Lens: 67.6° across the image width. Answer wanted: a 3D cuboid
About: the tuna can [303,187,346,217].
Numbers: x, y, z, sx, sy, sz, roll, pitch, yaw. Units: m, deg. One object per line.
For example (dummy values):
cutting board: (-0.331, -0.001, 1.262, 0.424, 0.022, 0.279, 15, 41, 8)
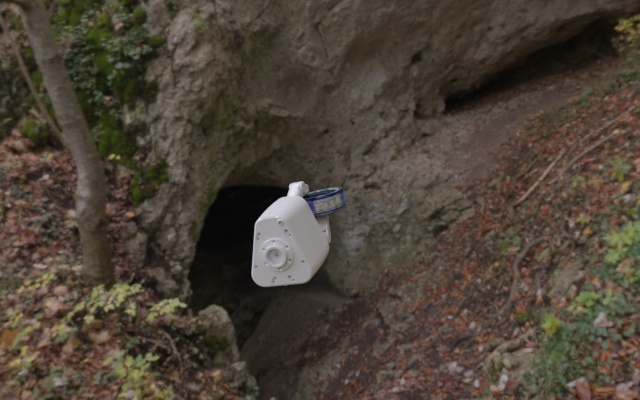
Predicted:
tuna can: (0.000, 0.002, 0.833, 0.086, 0.034, 0.086, -13, 9, 2)
